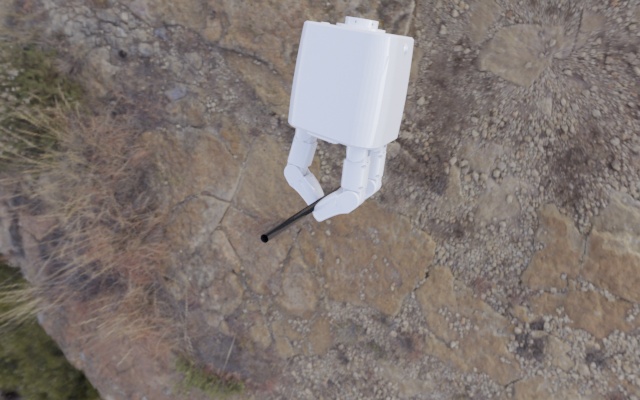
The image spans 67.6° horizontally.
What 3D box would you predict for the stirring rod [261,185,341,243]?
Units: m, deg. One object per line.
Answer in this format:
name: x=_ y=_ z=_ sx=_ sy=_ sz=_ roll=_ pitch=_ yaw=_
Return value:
stirring rod: x=0.000 y=0.002 z=0.524 sx=0.011 sy=0.011 sz=0.239 roll=0 pitch=15 yaw=25
